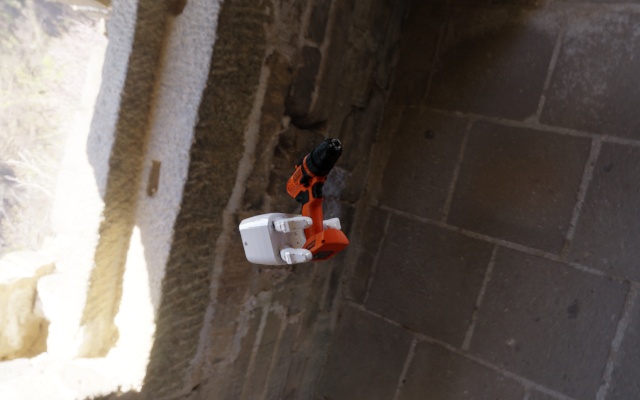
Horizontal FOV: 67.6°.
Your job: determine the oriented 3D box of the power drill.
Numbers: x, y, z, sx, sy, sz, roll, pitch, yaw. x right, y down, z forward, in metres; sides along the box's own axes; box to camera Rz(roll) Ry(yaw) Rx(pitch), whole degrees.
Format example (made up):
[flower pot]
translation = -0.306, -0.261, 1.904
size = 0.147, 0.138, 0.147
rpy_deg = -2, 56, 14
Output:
[power drill]
translation = 0.000, 0.003, 0.857
size = 0.057, 0.187, 0.184
rpy_deg = 3, -26, -25
